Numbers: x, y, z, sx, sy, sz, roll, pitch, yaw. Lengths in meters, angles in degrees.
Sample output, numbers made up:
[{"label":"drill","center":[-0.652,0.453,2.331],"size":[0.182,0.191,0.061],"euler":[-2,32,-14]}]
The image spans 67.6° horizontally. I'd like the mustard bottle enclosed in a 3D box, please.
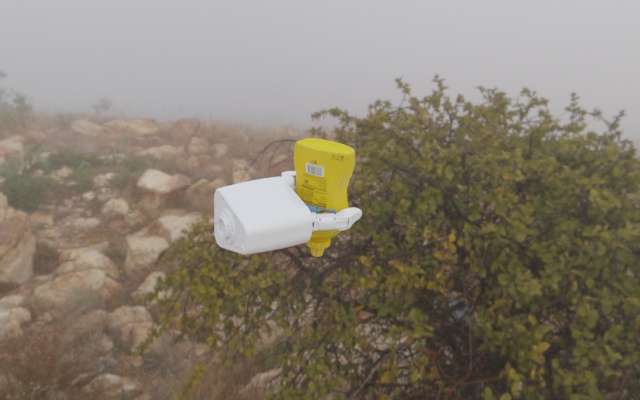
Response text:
[{"label":"mustard bottle","center":[0.000,0.002,0.764],"size":[0.096,0.192,0.058],"euler":[16,25,27]}]
